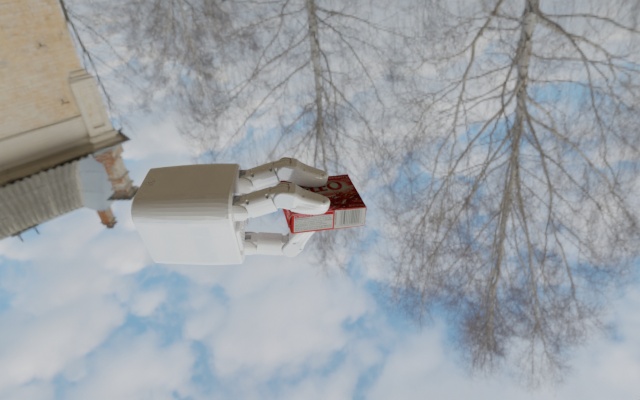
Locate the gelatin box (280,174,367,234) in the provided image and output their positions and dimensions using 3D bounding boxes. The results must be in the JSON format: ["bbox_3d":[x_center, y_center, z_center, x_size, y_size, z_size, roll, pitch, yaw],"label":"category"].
[{"bbox_3d":[0.000,0.002,0.554,0.089,0.030,0.073,-5,34,-13],"label":"gelatin box"}]
